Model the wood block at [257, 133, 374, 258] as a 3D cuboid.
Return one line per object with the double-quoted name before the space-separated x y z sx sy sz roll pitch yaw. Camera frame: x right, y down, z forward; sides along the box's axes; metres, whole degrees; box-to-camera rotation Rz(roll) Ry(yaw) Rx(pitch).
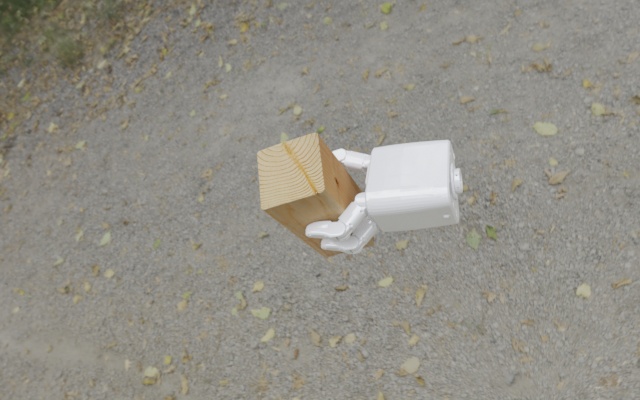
"wood block" 0.000 0.002 0.686 0.090 0.090 0.206 -16 -29 17
